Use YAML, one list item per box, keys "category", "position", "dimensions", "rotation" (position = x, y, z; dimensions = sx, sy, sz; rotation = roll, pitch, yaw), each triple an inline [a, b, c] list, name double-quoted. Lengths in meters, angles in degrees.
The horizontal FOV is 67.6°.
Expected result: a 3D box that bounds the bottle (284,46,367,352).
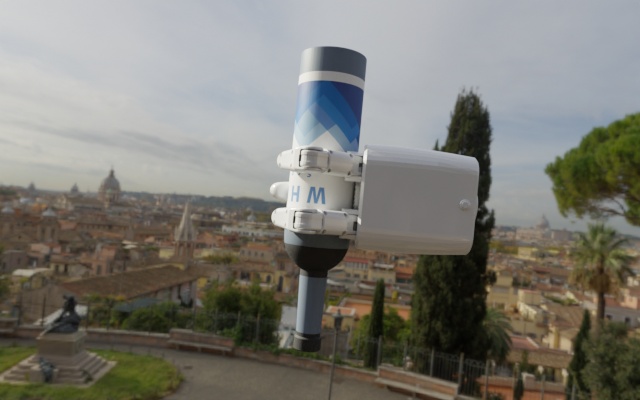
- category: "bottle"
  position: [0.000, 0.001, 0.480]
  dimensions: [0.069, 0.295, 0.069]
  rotation: [5, -1, 0]
